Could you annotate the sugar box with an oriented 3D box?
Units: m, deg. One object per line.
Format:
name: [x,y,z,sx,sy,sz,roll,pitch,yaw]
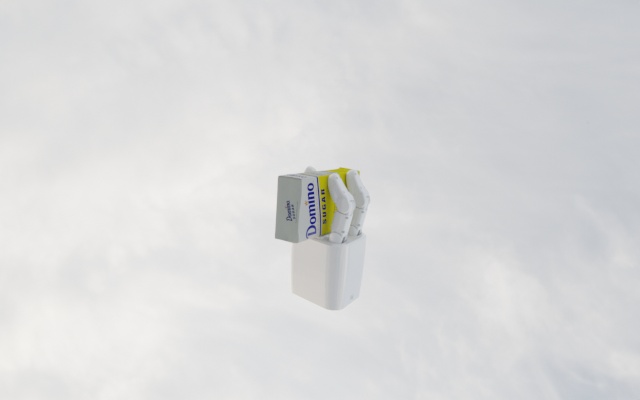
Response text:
sugar box: [0.001,0.003,0.724,0.048,0.093,0.176,10,13,28]
